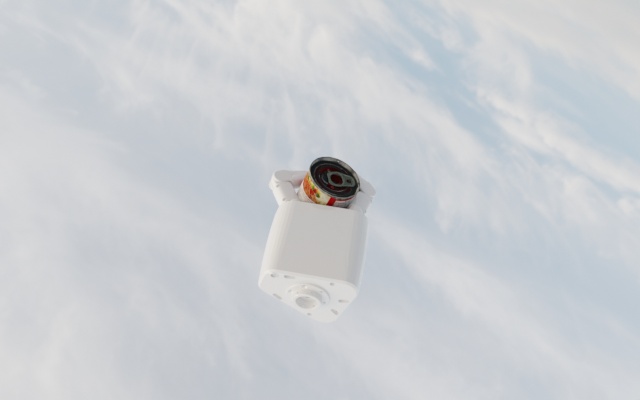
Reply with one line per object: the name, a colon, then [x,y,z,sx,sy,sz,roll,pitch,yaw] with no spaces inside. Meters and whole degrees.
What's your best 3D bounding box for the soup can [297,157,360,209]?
soup can: [0.000,0.002,0.622,0.068,0.068,0.102,0,-38,-27]
